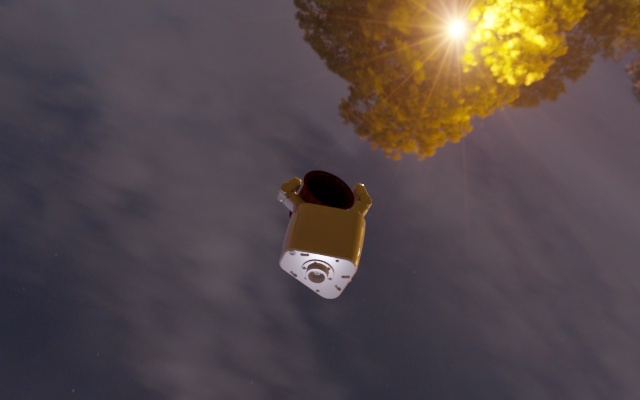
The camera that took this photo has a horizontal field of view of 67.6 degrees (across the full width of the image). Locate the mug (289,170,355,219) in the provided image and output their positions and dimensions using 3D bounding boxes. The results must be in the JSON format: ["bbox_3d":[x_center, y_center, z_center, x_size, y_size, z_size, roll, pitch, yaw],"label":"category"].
[{"bbox_3d":[0.000,0.002,0.818,0.093,0.081,0.117,26,36,-7],"label":"mug"}]
